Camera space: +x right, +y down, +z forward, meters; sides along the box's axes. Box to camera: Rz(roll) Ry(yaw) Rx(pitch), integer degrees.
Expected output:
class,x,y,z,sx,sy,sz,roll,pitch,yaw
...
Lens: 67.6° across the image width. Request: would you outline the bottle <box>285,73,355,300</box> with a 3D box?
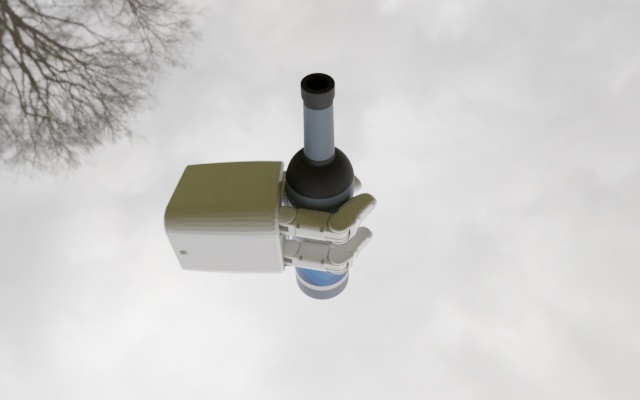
class,x,y,z,sx,sy,sz,roll,pitch,yaw
bottle,0.000,0.002,0.486,0.069,0.069,0.296,0,-39,1
